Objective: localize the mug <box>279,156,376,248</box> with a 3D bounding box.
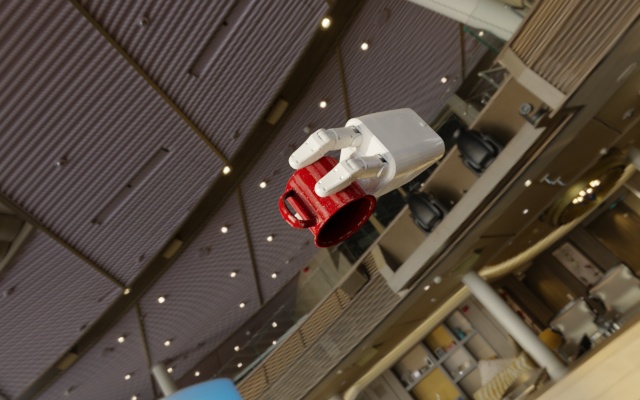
[{"bbox_3d":[-0.001,0.002,0.594,0.117,0.081,0.093,-19,-33,-36],"label":"mug"}]
